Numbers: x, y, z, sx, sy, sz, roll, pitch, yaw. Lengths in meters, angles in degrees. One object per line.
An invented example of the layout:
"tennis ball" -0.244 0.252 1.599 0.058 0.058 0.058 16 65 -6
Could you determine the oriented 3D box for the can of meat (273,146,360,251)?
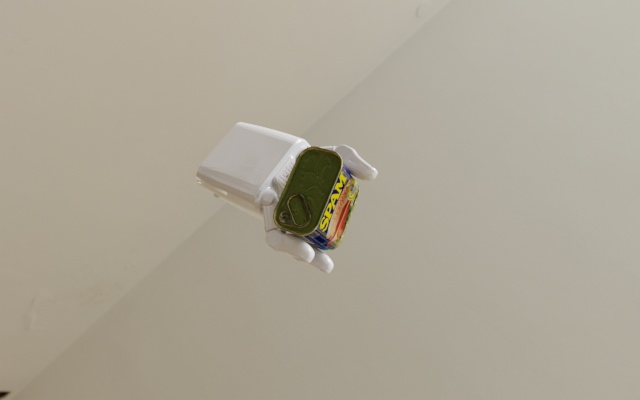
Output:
"can of meat" 0.000 0.002 0.558 0.057 0.102 0.084 17 -13 26
